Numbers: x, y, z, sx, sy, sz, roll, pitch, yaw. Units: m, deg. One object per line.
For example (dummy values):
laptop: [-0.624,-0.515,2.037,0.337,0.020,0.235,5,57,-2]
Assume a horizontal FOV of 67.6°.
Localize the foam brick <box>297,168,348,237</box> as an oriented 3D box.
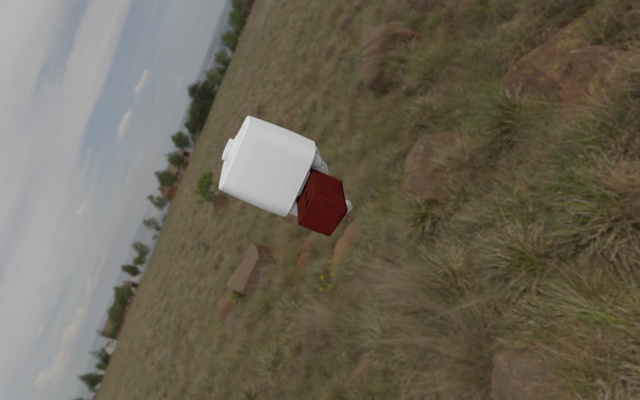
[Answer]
foam brick: [0.000,0.002,0.671,0.051,0.053,0.078,22,28,-19]
